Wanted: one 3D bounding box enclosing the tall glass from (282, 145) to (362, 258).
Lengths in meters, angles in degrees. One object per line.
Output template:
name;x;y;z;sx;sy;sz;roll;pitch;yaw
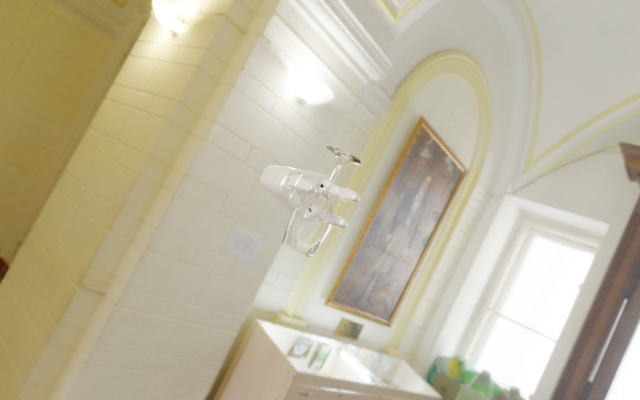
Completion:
tall glass;0.000;0.002;0.886;0.079;0.201;0.079;26;-5;3
